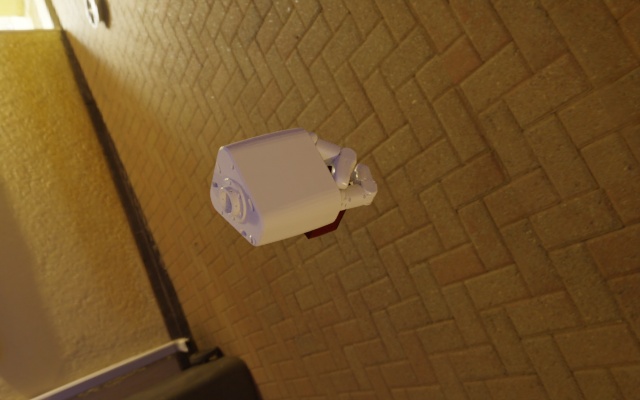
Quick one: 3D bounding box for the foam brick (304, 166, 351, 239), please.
[{"bbox_3d":[0.000,0.002,0.615,0.051,0.053,0.078,-19,-33,-37],"label":"foam brick"}]
